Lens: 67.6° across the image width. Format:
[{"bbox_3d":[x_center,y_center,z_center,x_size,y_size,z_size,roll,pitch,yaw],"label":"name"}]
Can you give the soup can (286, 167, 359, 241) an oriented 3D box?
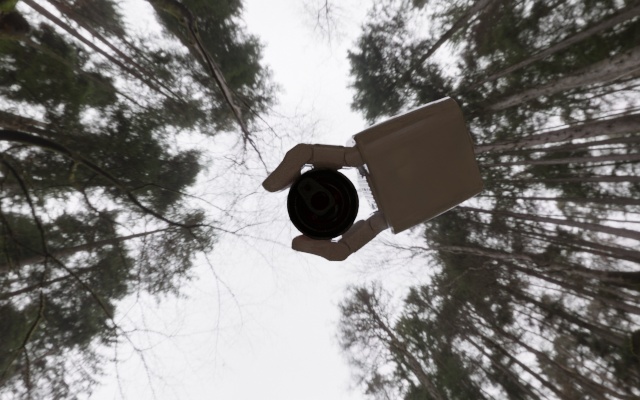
[{"bbox_3d":[0.000,0.002,0.491,0.068,0.068,0.102,0,2,-3],"label":"soup can"}]
